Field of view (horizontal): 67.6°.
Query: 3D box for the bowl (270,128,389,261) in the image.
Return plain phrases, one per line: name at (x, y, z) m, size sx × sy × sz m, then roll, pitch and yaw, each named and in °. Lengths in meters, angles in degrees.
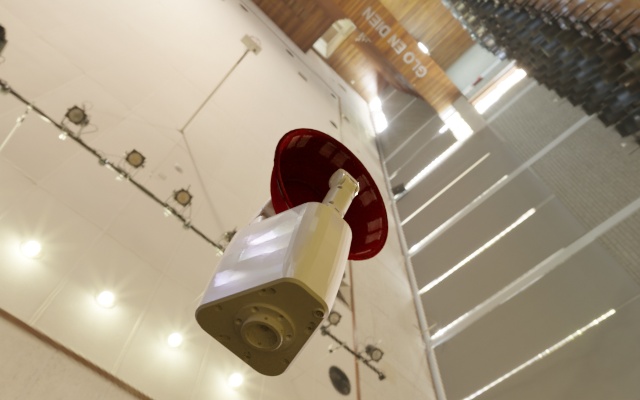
bowl at (0.000, 0.001, 0.526) m, size 0.162 × 0.162 × 0.055 m, roll 0°, pitch -28°, yaw -47°
